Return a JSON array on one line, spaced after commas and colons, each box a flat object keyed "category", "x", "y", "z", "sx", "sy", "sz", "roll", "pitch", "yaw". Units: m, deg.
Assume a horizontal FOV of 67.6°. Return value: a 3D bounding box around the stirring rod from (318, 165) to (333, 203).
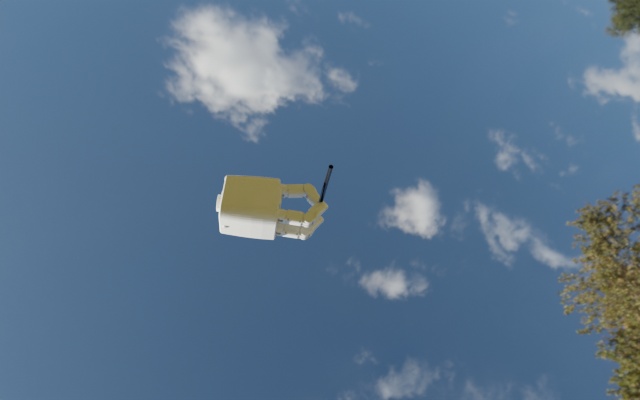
[{"category": "stirring rod", "x": 0.000, "y": 0.003, "z": 0.898, "sx": 0.011, "sy": 0.011, "sz": 0.240, "roll": 0, "pitch": -29, "yaw": -10}]
